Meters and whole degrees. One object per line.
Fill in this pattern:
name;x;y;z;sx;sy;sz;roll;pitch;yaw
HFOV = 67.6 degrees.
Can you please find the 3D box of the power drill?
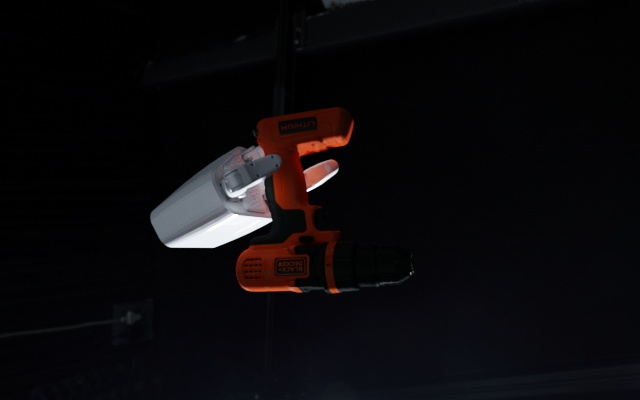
power drill;0.000;0.001;0.497;0.184;0.187;0.057;-5;-14;15
